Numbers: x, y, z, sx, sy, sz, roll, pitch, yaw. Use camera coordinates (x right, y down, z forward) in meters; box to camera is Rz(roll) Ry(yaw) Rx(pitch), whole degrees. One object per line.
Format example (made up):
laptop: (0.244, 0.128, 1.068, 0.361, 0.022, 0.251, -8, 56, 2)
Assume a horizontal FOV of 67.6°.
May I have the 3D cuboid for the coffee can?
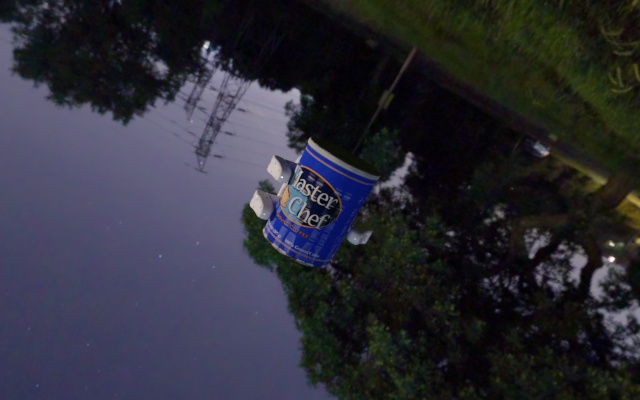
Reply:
coffee can: (0.000, 0.002, 0.628, 0.103, 0.140, 0.102, 27, 14, -7)
